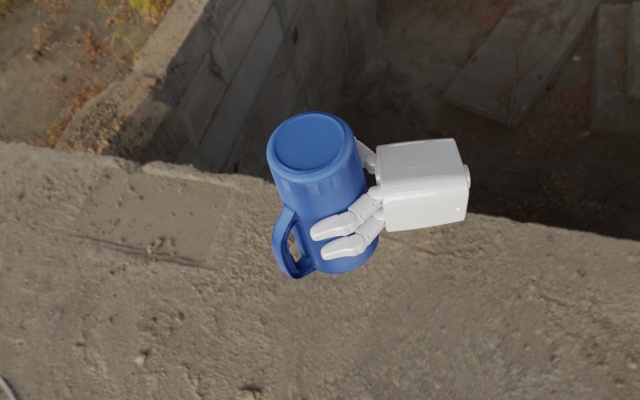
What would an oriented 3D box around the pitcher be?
[{"bbox_3d":[0.000,0.002,0.658,0.145,0.149,0.243,-7,-33,8],"label":"pitcher"}]
